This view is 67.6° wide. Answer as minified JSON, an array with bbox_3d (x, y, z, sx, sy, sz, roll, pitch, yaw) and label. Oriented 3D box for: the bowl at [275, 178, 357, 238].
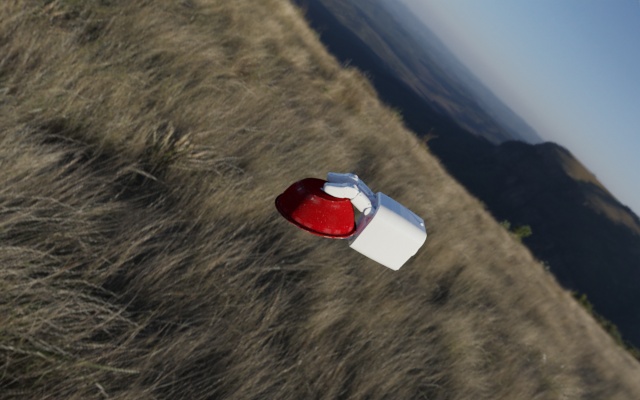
[{"bbox_3d":[-0.001,0.002,0.878,0.162,0.055,0.162,17,23,-8],"label":"bowl"}]
